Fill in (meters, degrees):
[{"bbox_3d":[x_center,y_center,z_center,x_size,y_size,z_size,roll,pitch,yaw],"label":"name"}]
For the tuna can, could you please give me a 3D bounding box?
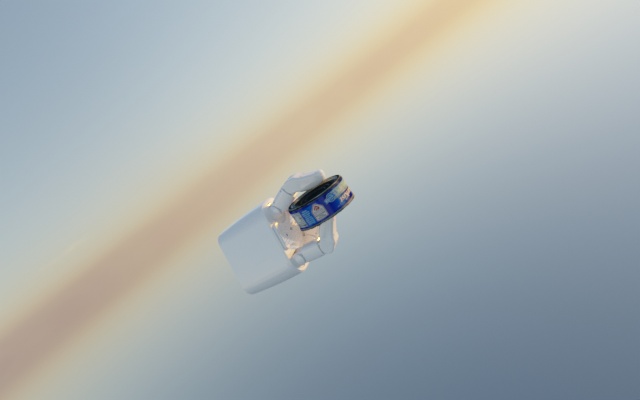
[{"bbox_3d":[0.000,0.002,0.630,0.086,0.034,0.086,-32,11,7],"label":"tuna can"}]
